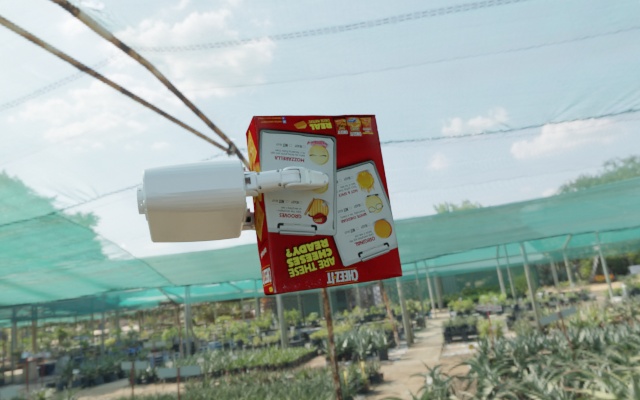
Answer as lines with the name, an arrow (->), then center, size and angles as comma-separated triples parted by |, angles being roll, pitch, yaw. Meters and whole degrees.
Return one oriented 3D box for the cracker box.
cracker box -> 0.000, 0.002, 0.603 | 0.164, 0.213, 0.072 | -4, -11, -19
